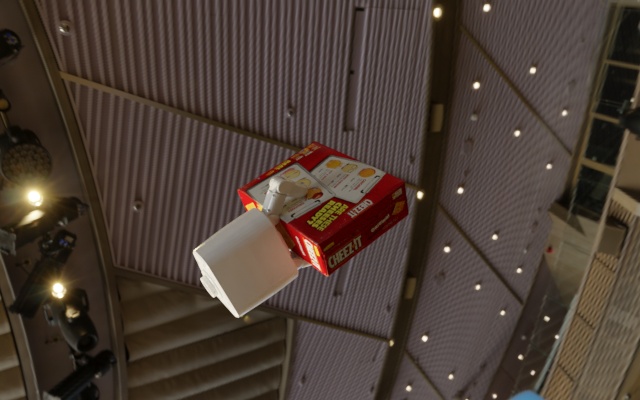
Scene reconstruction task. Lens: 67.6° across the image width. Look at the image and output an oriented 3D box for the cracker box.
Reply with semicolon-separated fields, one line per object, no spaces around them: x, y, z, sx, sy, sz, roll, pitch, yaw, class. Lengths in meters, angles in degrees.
0.000;0.002;0.727;0.164;0.072;0.213;-35;40;-23;cracker box
